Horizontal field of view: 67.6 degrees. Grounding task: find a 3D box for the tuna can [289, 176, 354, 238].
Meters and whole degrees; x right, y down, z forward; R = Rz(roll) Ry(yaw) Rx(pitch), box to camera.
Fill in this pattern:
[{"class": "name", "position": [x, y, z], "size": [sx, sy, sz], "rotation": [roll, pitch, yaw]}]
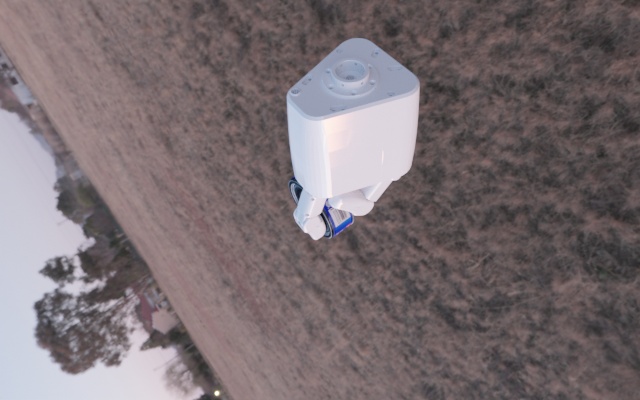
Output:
[{"class": "tuna can", "position": [0.000, 0.002, 0.561], "size": [0.033, 0.086, 0.086], "rotation": [-36, 11, -17]}]
